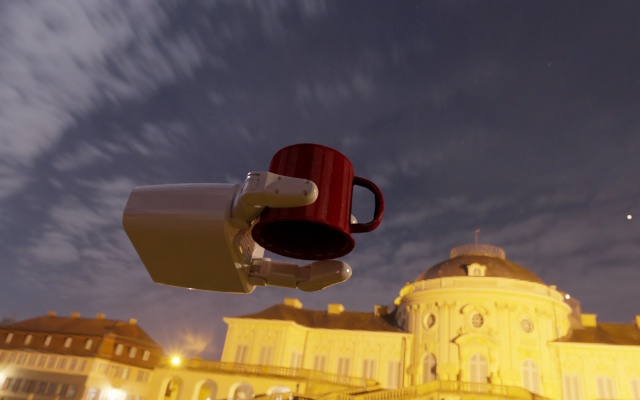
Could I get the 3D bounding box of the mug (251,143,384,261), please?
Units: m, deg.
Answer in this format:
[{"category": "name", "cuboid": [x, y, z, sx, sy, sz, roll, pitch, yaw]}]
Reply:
[{"category": "mug", "cuboid": [0.002, 0.001, 0.441, 0.117, 0.081, 0.093, 1, -28, 10]}]
